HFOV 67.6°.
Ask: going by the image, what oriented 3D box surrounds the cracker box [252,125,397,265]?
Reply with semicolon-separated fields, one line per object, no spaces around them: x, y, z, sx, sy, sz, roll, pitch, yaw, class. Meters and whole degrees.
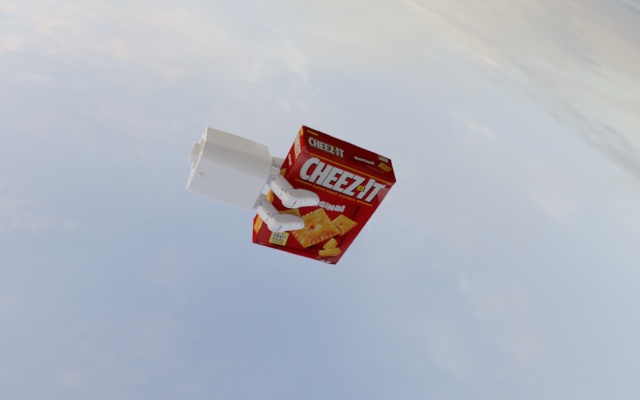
0.000;0.003;0.795;0.164;0.214;0.072;18;37;-19;cracker box
